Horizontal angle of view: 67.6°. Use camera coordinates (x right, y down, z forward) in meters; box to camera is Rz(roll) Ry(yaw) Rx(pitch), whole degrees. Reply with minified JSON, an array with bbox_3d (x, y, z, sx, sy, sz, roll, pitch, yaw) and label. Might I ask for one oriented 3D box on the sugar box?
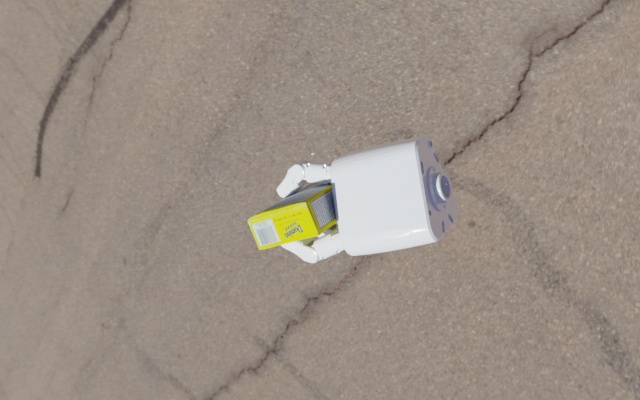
[{"bbox_3d":[0.000,0.002,0.595,0.093,0.048,0.176,-16,8,36],"label":"sugar box"}]
